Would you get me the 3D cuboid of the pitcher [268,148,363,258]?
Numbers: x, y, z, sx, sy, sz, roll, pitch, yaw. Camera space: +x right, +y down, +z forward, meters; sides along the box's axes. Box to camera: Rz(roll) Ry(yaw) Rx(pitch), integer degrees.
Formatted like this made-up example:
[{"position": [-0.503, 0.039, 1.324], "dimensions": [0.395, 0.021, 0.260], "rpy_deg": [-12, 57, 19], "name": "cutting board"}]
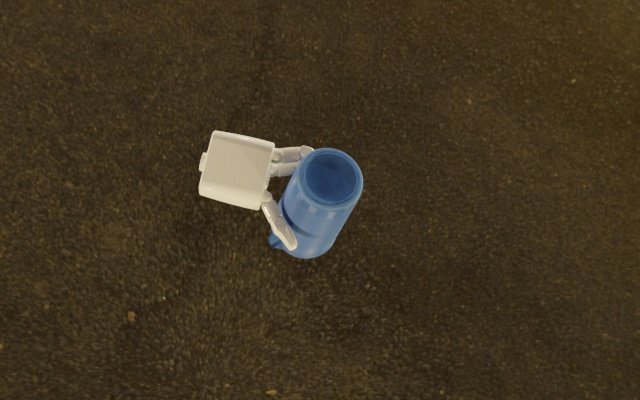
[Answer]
[{"position": [0.000, 0.003, 0.841], "dimensions": [0.145, 0.149, 0.243], "rpy_deg": [16, -24, -6], "name": "pitcher"}]
